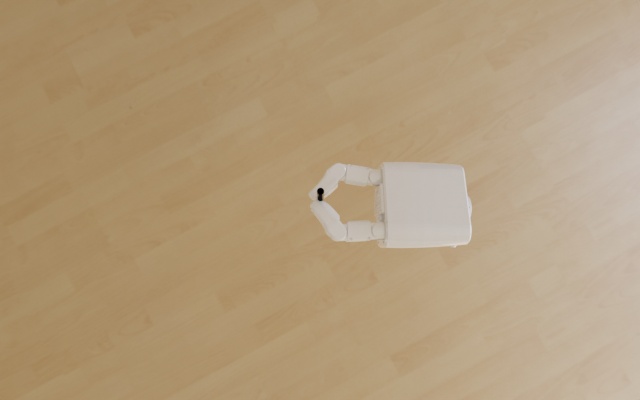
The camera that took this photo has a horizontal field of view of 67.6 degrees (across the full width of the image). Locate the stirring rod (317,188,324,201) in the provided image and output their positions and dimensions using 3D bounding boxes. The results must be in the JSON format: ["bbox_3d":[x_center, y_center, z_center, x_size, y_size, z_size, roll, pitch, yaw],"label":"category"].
[{"bbox_3d":[0.000,0.002,0.637,0.011,0.011,0.239,0,-6,0],"label":"stirring rod"}]
